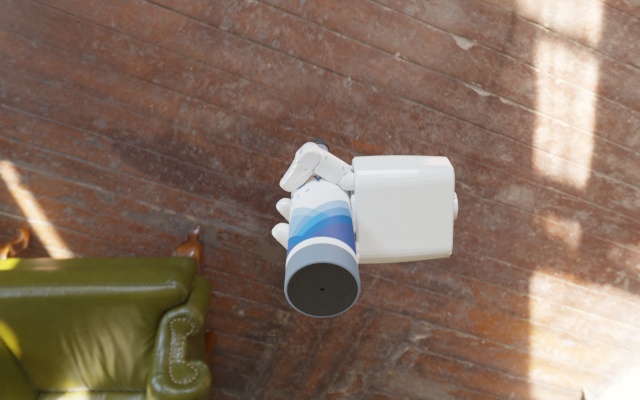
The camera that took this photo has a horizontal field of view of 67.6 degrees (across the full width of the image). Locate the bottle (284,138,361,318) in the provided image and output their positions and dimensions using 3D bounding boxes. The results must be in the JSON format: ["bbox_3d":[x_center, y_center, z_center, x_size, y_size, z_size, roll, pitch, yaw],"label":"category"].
[{"bbox_3d":[0.000,0.002,0.539,0.069,0.069,0.295,0,31,-1],"label":"bottle"}]
